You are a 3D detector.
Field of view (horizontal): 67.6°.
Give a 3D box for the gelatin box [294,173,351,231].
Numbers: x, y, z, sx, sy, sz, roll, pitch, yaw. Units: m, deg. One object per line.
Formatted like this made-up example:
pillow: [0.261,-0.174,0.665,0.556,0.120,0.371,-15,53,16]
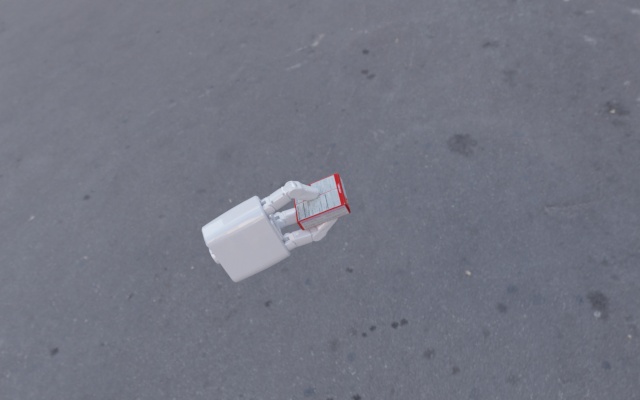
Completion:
gelatin box: [0.000,0.002,0.804,0.089,0.073,0.030,-22,-43,11]
